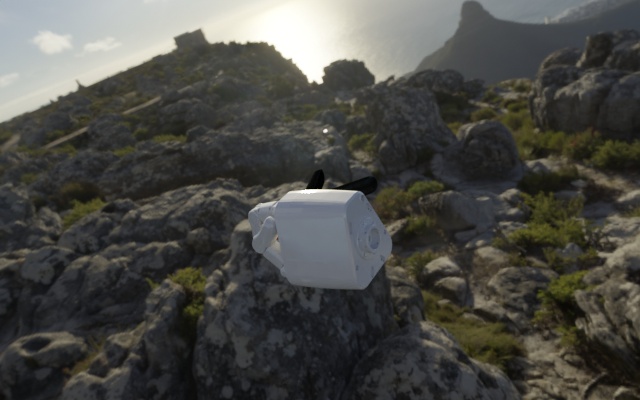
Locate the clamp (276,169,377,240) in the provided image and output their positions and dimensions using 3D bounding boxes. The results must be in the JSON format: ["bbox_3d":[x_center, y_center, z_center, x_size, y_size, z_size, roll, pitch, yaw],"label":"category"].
[{"bbox_3d":[0.000,0.002,0.682,0.120,0.039,0.171,-1,31,39],"label":"clamp"}]
